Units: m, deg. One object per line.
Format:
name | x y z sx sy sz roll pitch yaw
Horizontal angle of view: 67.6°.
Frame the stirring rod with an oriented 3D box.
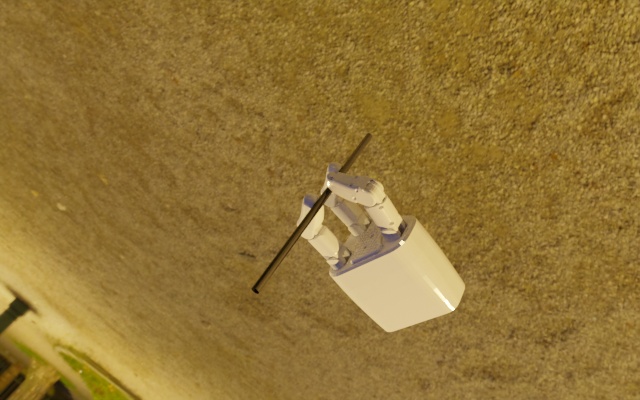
stirring rod | 0.000 0.002 0.491 0.011 0.011 0.239 0 40 39
